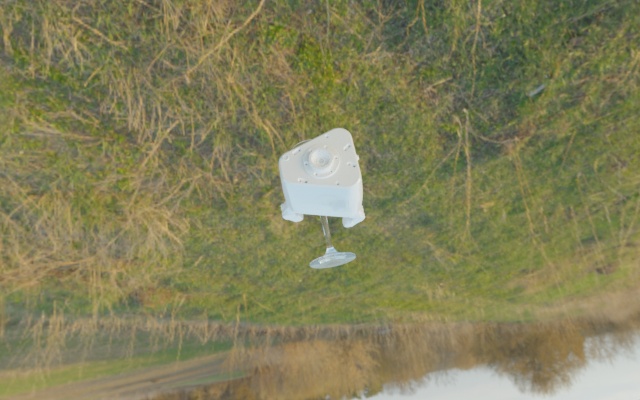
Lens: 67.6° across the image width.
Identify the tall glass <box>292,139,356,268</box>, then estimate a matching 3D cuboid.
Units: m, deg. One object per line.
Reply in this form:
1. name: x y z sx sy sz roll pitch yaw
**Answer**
1. tall glass: 0.000 0.003 0.773 0.079 0.201 0.079 -10 -21 -4
